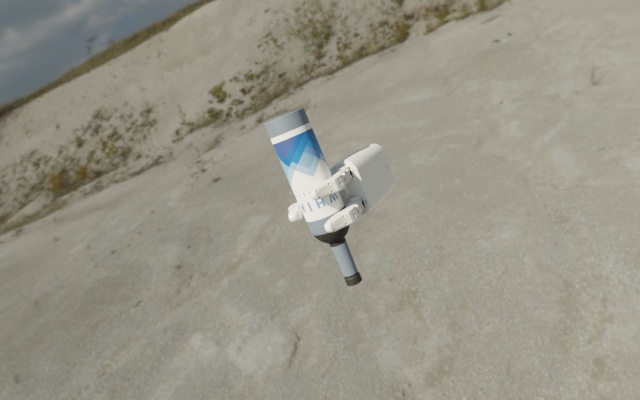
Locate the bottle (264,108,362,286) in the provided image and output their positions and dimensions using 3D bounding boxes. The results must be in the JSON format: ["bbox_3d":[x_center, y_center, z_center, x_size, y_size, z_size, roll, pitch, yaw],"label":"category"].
[{"bbox_3d":[0.000,0.002,0.763,0.069,0.296,0.069,-22,11,4],"label":"bottle"}]
